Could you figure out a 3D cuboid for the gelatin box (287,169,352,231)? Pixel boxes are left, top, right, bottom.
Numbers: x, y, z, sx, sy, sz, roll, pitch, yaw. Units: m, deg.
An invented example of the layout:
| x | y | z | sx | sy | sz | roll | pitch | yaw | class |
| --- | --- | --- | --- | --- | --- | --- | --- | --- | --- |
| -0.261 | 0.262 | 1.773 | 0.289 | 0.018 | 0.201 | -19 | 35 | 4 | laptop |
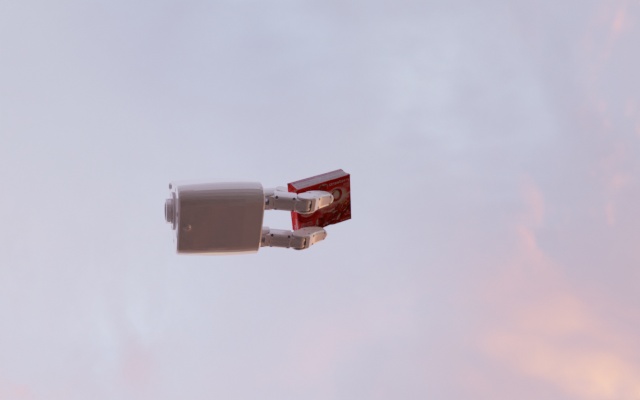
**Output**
| x | y | z | sx | sy | sz | roll | pitch | yaw | class |
| --- | --- | --- | --- | --- | --- | --- | --- | --- | --- |
| 0.000 | 0.002 | 0.677 | 0.089 | 0.073 | 0.030 | -17 | 31 | -24 | gelatin box |
